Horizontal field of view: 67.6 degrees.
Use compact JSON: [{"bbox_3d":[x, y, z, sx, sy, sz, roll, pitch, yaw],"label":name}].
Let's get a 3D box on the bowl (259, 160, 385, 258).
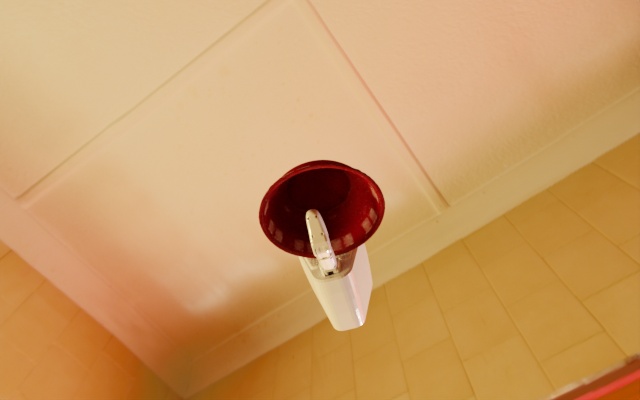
[{"bbox_3d":[0.000,0.001,0.625,0.162,0.162,0.055,0,41,-7],"label":"bowl"}]
